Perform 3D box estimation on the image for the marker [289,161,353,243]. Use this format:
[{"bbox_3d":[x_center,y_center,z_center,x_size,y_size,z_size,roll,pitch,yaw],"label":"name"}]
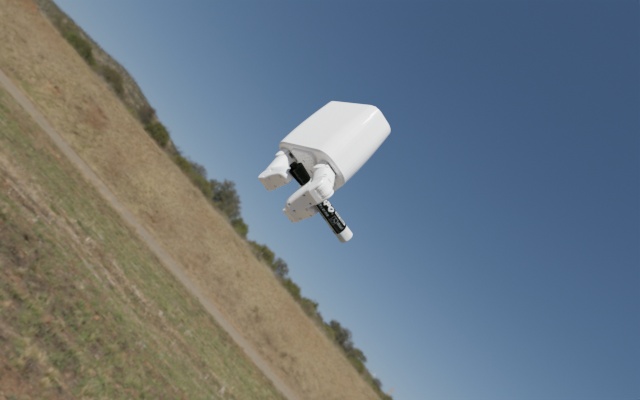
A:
[{"bbox_3d":[0.000,0.002,0.584,0.020,0.121,0.020,-31,21,13],"label":"marker"}]
